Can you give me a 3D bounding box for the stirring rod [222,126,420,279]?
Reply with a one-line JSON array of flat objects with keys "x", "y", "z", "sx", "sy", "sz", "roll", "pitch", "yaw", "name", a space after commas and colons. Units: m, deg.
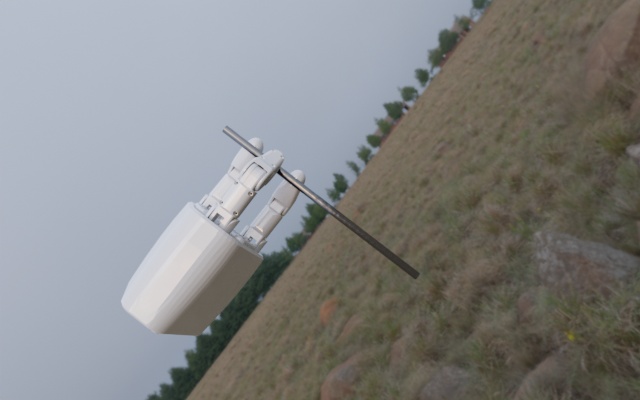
[{"x": 0.000, "y": 0.002, "z": 0.473, "sx": 0.239, "sy": 0.011, "sz": 0.011, "roll": 37, "pitch": 1, "yaw": 1, "name": "stirring rod"}]
